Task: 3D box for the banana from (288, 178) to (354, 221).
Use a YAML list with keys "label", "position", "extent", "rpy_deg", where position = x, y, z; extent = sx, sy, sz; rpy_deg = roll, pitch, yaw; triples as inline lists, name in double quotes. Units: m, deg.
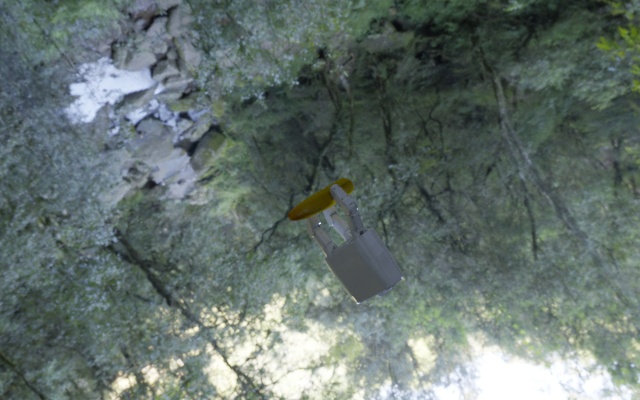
- label: "banana"
  position: [0.015, -0.007, 0.886]
  extent: [0.070, 0.037, 0.197]
  rpy_deg: [-33, -1, 33]
